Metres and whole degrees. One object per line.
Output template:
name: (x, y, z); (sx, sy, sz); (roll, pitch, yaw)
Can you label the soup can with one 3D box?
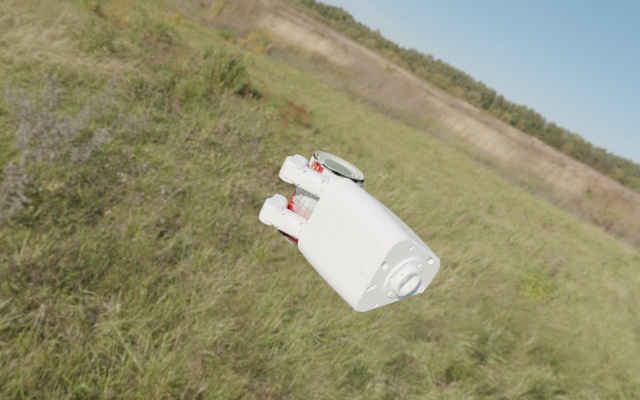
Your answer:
soup can: (0.000, 0.001, 0.565); (0.068, 0.102, 0.068); (25, 19, -9)
